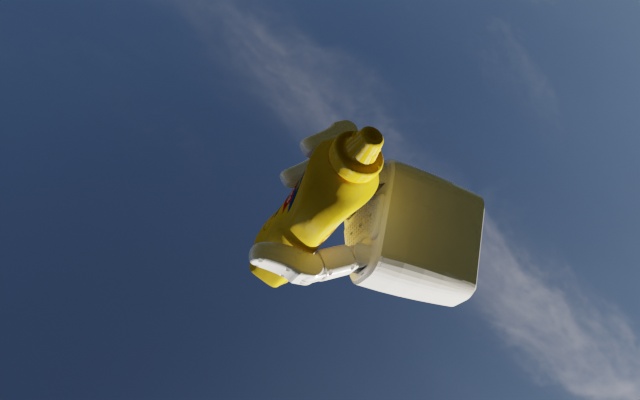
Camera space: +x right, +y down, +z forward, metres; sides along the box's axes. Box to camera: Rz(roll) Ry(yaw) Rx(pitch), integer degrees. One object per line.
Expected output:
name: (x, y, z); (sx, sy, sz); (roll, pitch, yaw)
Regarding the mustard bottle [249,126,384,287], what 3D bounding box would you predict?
mustard bottle: (0.000, 0.001, 0.411); (0.058, 0.096, 0.192); (37, -39, -2)
